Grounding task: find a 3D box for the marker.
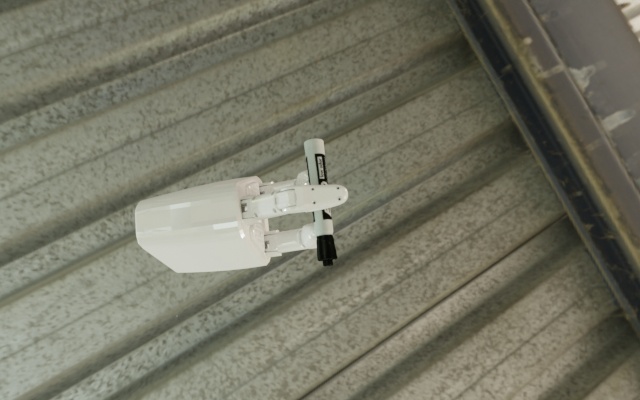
[{"bbox_3d":[0.000,0.001,0.451,0.020,0.121,0.020,-6,-11,-1],"label":"marker"}]
